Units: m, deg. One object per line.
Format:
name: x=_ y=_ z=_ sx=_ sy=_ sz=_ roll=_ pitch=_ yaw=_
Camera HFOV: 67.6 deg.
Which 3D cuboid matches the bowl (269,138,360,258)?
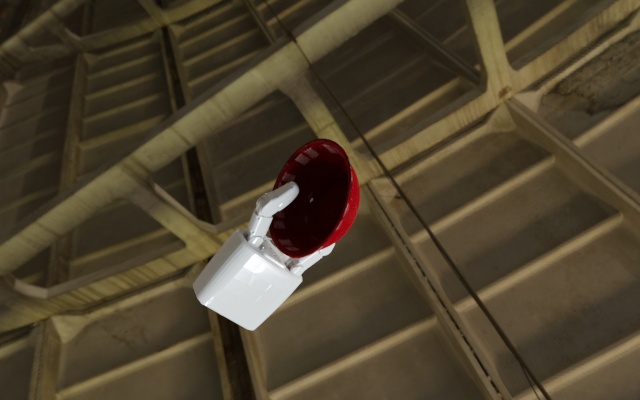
bowl: x=0.001 y=0.001 z=0.636 sx=0.055 sy=0.162 sz=0.162 roll=20 pitch=-13 yaw=-39
